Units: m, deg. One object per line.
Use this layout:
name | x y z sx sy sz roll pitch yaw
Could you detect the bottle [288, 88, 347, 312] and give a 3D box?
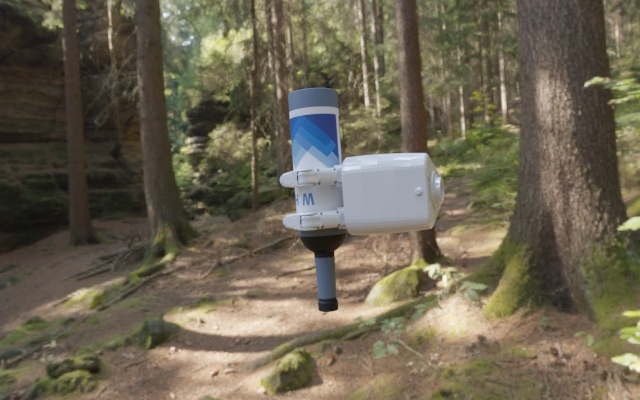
bottle | 0.000 0.002 0.647 0.069 0.295 0.069 -4 1 0
